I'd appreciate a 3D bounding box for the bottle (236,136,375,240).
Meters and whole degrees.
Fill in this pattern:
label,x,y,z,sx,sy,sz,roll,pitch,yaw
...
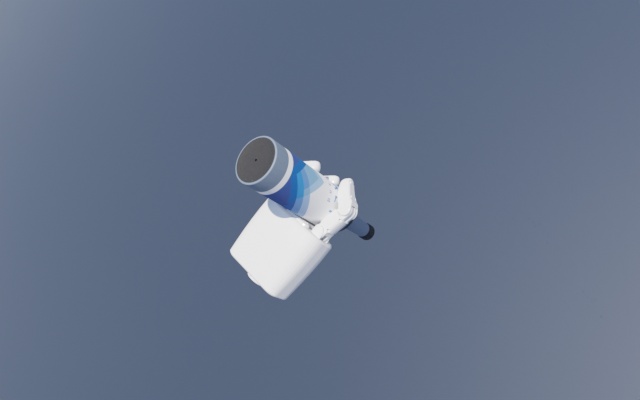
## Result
label,x,y,z,sx,sy,sz,roll,pitch,yaw
bottle,0.000,0.002,0.698,0.069,0.069,0.296,0,-21,36
